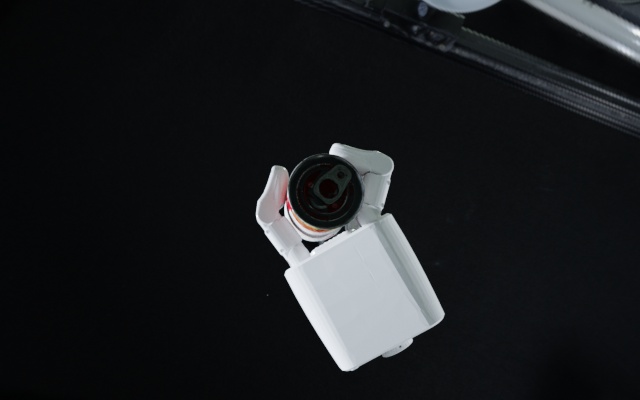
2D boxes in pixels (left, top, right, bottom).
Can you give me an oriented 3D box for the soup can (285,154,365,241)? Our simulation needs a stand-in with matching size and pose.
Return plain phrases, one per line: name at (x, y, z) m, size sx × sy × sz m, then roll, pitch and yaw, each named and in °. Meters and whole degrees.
soup can at (0.000, 0.001, 0.463) m, size 0.068 × 0.068 × 0.102 m, roll 0°, pitch -11°, yaw -6°
